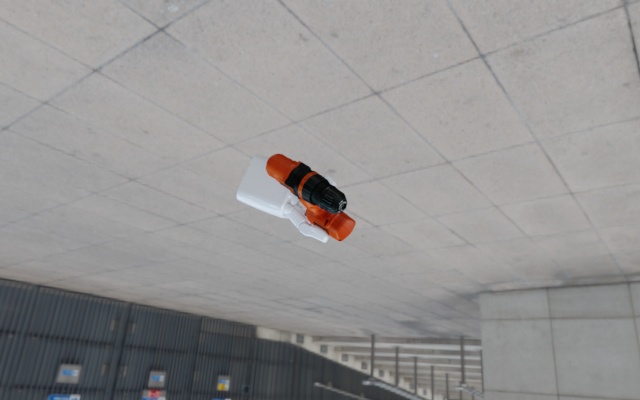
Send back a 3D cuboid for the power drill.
[{"bbox_3d":[0.000,0.003,0.870,0.184,0.057,0.188,35,-12,36],"label":"power drill"}]
